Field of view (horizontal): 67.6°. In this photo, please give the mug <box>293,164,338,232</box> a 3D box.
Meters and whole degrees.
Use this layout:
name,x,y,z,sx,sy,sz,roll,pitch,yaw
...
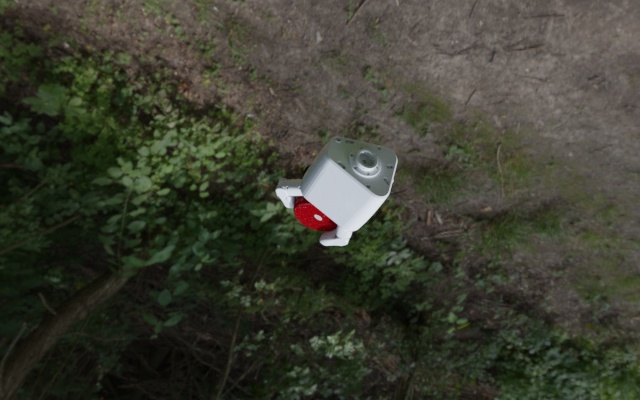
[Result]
name,x,y,z,sx,sy,sz,roll,pitch,yaw
mug,-0.001,0.003,0.801,0.093,0.081,0.117,25,-34,-8
